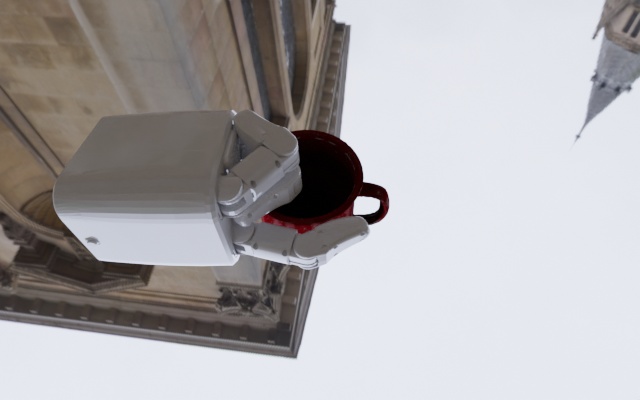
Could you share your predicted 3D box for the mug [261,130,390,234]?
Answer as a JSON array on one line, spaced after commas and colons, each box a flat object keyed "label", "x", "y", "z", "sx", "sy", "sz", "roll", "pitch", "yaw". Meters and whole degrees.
[{"label": "mug", "x": 0.002, "y": 0.001, "z": 0.409, "sx": 0.117, "sy": 0.093, "sz": 0.082, "roll": 2, "pitch": -33, "yaw": 2}]
